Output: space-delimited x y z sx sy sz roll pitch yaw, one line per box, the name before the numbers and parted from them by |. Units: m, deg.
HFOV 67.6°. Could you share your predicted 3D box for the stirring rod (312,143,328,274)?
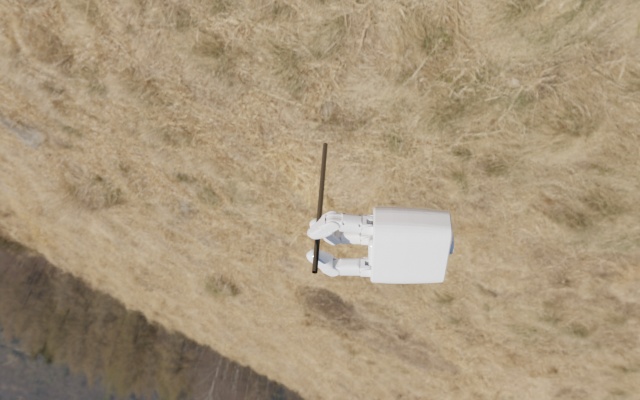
stirring rod | 0.000 0.002 0.725 0.011 0.239 0.011 3 -37 2
